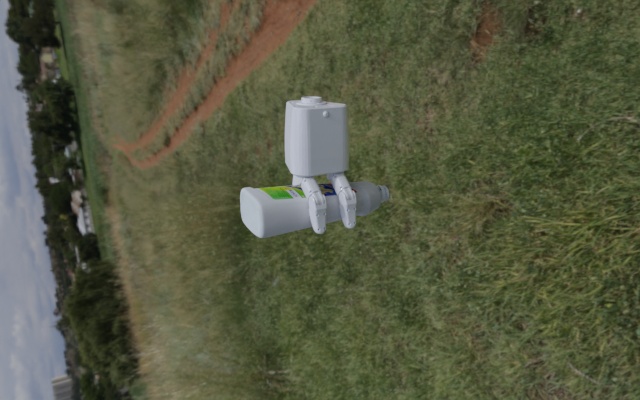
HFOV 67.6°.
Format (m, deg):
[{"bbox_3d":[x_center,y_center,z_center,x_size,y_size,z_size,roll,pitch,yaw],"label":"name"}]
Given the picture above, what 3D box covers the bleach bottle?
[{"bbox_3d":[0.000,0.003,0.805,0.251,0.068,0.102,-9,22,-27],"label":"bleach bottle"}]
